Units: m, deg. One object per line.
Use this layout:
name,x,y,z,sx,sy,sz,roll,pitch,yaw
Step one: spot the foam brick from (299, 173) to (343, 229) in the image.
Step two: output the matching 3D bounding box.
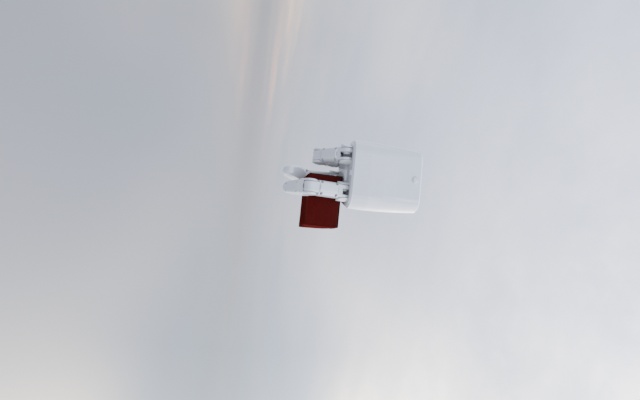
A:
foam brick,0.000,0.003,0.708,0.051,0.078,0.053,7,-7,-11
